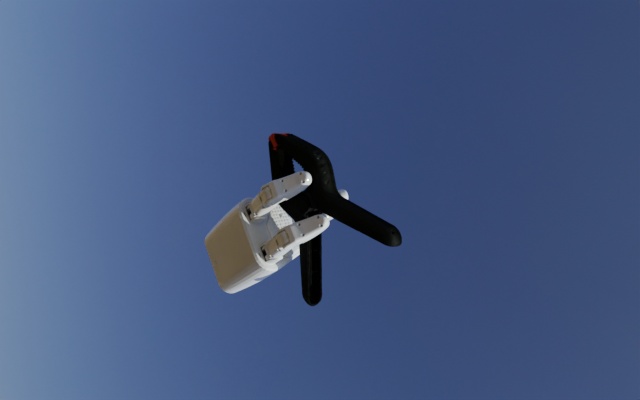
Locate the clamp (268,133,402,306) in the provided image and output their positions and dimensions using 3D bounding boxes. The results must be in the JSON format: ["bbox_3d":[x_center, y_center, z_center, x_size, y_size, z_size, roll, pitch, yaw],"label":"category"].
[{"bbox_3d":[0.000,0.001,0.559,0.036,0.210,0.165,-7,-21,-46],"label":"clamp"}]
